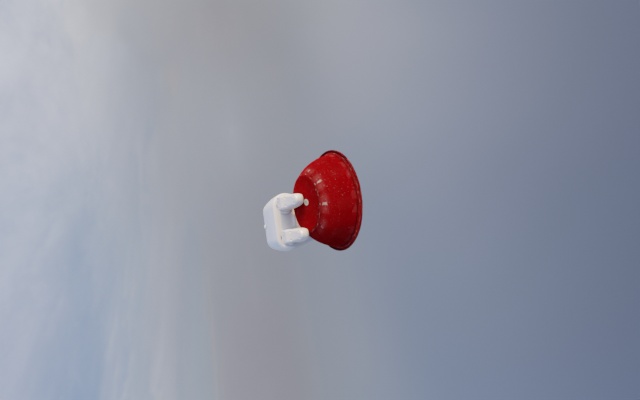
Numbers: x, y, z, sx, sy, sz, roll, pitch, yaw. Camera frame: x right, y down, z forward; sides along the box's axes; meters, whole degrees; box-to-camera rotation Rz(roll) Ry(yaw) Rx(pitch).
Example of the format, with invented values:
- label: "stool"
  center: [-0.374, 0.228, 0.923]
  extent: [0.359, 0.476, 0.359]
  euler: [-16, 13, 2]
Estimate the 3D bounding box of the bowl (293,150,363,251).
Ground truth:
- label: "bowl"
  center: [0.000, 0.002, 0.751]
  extent: [0.055, 0.162, 0.162]
  euler: [-6, 3, -29]
